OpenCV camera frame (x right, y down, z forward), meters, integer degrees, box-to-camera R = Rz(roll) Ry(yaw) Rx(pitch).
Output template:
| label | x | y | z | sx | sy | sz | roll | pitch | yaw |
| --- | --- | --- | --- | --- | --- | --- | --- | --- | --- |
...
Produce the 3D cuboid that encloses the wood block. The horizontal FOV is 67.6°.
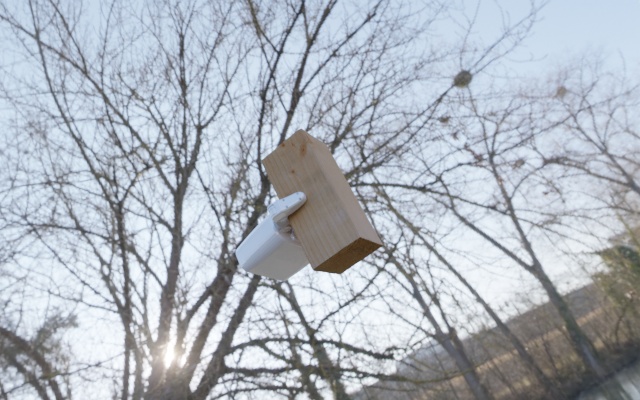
| label | x | y | z | sx | sy | sz | roll | pitch | yaw |
| --- | --- | --- | --- | --- | --- | --- | --- | --- | --- |
| wood block | 0.000 | 0.003 | 0.751 | 0.090 | 0.206 | 0.091 | -37 | -27 | 18 |
